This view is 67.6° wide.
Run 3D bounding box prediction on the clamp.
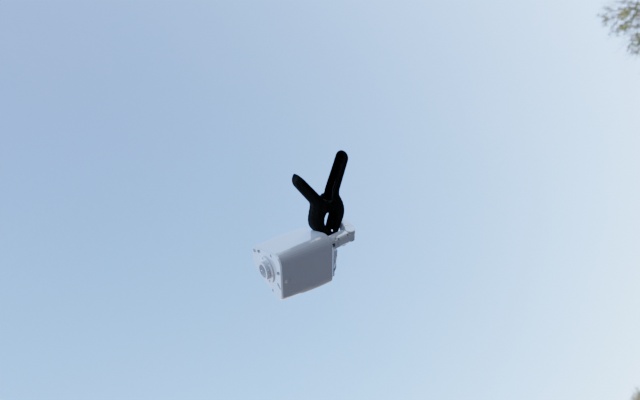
[{"bbox_3d":[0.000,0.003,0.850,0.120,0.171,0.039,-18,30,-31],"label":"clamp"}]
